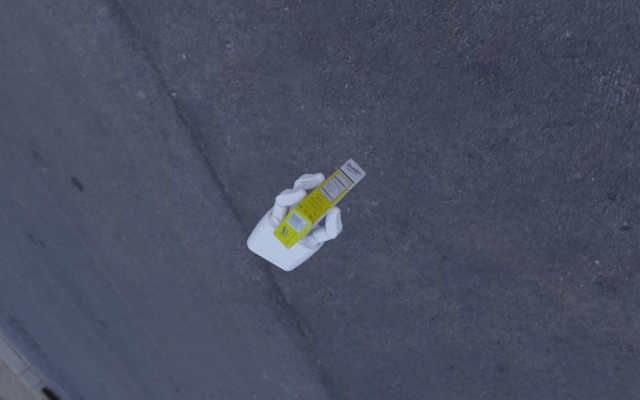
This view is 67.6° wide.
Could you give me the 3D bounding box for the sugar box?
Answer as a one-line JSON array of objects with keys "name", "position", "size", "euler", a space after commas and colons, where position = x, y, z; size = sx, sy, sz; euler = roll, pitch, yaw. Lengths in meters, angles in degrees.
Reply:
[{"name": "sugar box", "position": [0.000, 0.002, 0.825], "size": [0.176, 0.048, 0.093], "euler": [-46, -1, -43]}]
